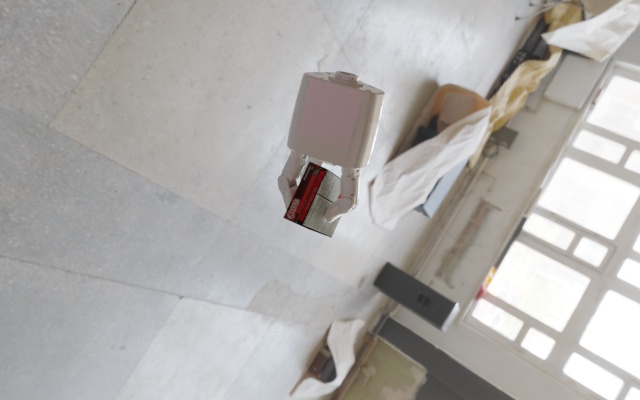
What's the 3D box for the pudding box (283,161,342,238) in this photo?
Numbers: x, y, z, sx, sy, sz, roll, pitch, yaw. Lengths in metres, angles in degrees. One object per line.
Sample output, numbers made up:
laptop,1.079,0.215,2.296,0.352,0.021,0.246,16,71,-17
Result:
pudding box,0.000,0.002,0.715,0.039,0.090,0.113,25,-2,29
